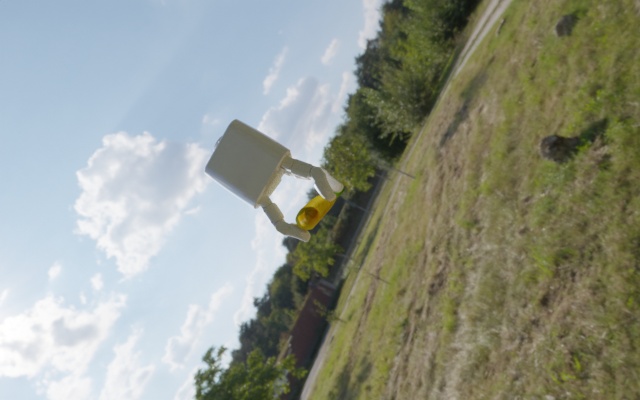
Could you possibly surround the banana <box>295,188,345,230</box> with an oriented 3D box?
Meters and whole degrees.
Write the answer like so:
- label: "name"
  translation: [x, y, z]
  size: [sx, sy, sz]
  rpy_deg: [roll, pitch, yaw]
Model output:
- label: "banana"
  translation: [-0.010, 0.016, 0.794]
  size: [0.037, 0.070, 0.197]
  rpy_deg: [39, 20, 2]
